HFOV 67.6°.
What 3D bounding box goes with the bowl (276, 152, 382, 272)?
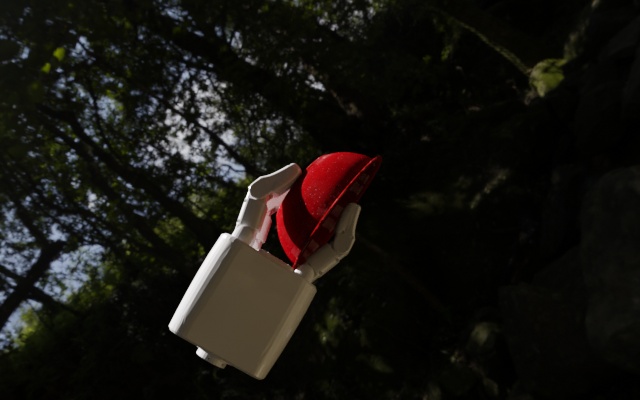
[{"bbox_3d":[0.001,0.001,0.537,0.055,0.162,0.162,38,7,9],"label":"bowl"}]
